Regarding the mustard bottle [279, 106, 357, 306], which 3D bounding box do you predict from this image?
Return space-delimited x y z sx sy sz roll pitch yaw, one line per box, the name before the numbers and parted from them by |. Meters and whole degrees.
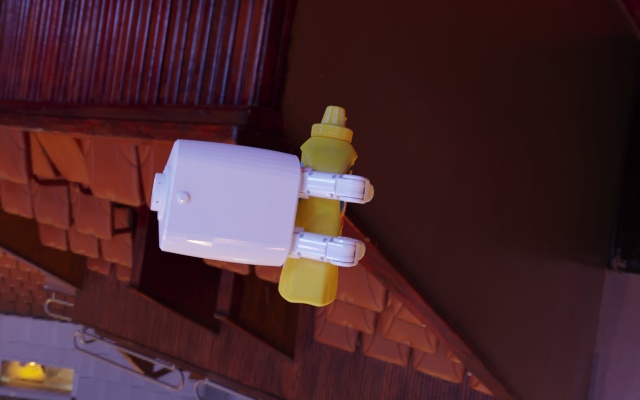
mustard bottle | 0.000 0.002 0.478 0.058 0.191 0.096 9 0 2
